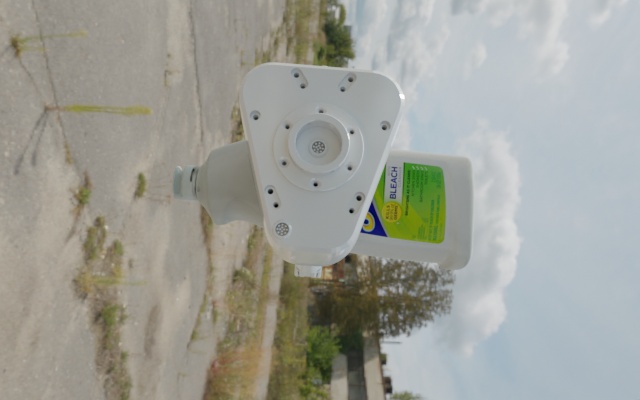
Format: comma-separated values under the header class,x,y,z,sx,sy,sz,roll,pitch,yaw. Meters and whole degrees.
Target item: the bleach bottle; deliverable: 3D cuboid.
class,x,y,z,sx,sy,sz,roll,pitch,yaw
bleach bottle,0.000,0.001,0.416,0.251,0.102,0.068,4,-9,-1
